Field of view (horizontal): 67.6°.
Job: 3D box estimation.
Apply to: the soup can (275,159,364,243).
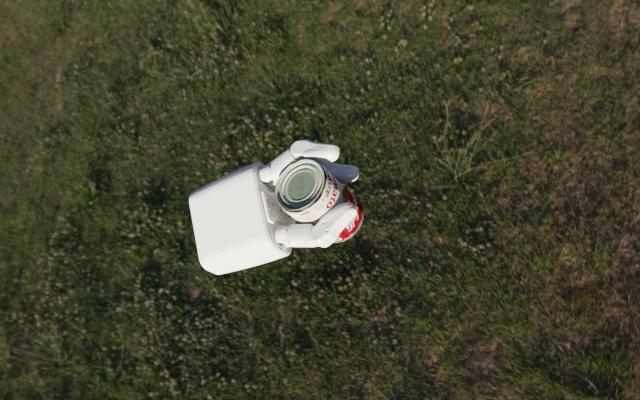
[{"bbox_3d":[0.000,0.002,0.570,0.068,0.068,0.102,0,-24,31],"label":"soup can"}]
